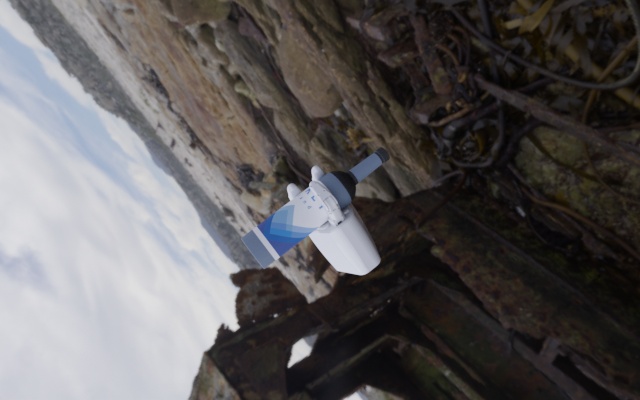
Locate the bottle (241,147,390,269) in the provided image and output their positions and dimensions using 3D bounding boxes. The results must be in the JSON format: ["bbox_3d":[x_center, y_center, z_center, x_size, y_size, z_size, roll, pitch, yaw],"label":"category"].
[{"bbox_3d":[0.000,0.003,0.835,0.295,0.069,0.069,-37,6,-8],"label":"bottle"}]
